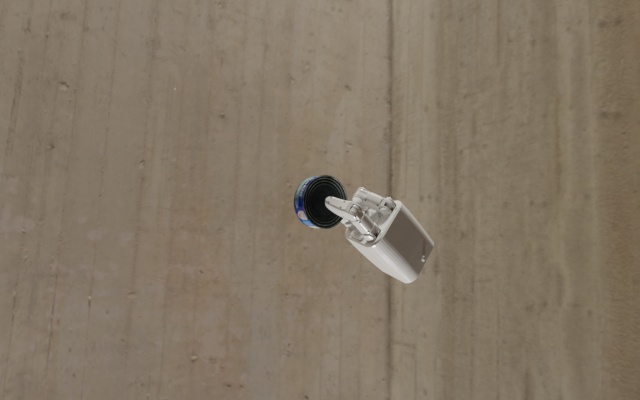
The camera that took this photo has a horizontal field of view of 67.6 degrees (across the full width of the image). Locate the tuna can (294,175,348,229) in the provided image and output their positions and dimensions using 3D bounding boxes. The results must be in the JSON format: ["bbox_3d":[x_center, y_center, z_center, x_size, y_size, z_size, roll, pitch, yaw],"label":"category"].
[{"bbox_3d":[0.000,0.002,0.770,0.086,0.086,0.034,0,-1,-34],"label":"tuna can"}]
